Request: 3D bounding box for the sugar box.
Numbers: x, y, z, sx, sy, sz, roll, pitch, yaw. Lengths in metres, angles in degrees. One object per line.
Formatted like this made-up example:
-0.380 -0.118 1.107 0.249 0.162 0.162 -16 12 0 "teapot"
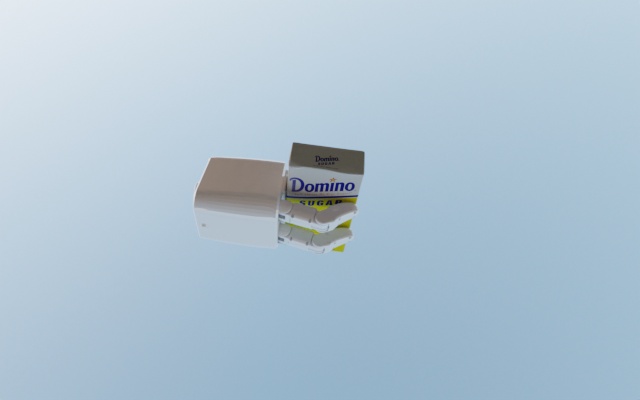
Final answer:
0.000 0.003 0.640 0.093 0.048 0.176 7 -36 -1 "sugar box"
